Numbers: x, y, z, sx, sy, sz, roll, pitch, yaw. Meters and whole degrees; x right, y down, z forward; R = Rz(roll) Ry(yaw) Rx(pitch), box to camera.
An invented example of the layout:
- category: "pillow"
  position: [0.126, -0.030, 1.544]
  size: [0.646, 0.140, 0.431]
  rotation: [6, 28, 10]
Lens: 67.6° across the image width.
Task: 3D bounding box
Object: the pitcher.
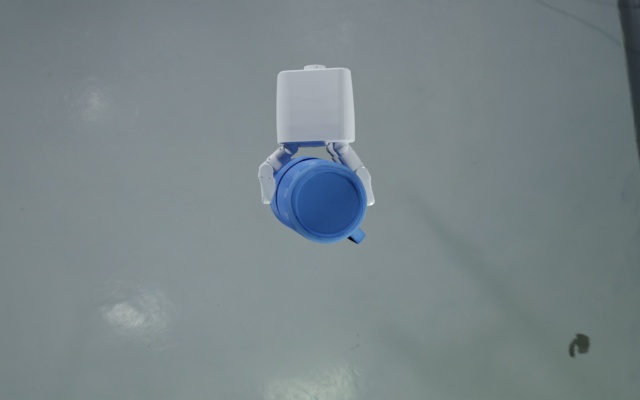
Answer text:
- category: "pitcher"
  position: [0.000, 0.002, 0.731]
  size: [0.149, 0.145, 0.243]
  rotation: [-2, 4, -9]
